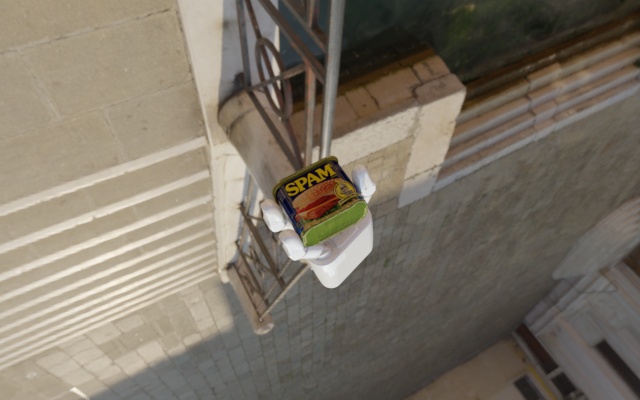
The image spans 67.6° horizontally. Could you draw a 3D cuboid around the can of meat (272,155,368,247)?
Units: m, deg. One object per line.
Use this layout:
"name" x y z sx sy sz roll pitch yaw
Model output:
"can of meat" 0.000 0.002 0.630 0.102 0.084 0.057 -28 -30 -10
